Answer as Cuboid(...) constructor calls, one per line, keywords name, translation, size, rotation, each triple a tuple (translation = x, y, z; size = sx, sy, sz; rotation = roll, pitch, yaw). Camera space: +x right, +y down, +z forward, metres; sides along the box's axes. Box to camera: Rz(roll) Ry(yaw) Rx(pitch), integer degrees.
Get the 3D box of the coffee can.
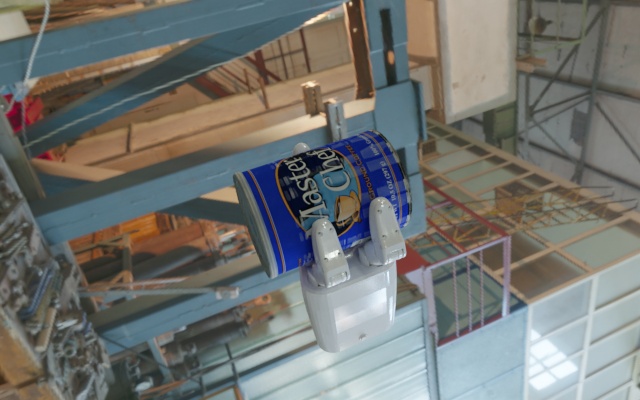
Cuboid(name="coffee can", translation=(0.000, 0.001, 0.455), size=(0.140, 0.103, 0.103), rotation=(-20, 5, -13))
